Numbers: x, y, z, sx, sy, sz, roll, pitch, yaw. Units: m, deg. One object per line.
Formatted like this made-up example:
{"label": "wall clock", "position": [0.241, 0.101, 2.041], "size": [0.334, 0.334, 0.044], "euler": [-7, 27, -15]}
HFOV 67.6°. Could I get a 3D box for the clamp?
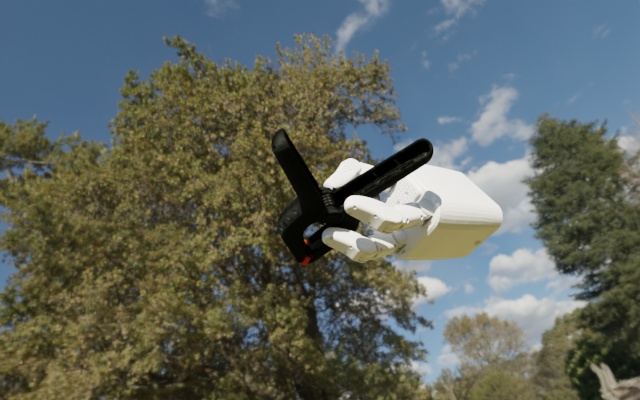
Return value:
{"label": "clamp", "position": [0.000, 0.001, 0.507], "size": [0.164, 0.036, 0.210], "euler": [6, -41, -27]}
